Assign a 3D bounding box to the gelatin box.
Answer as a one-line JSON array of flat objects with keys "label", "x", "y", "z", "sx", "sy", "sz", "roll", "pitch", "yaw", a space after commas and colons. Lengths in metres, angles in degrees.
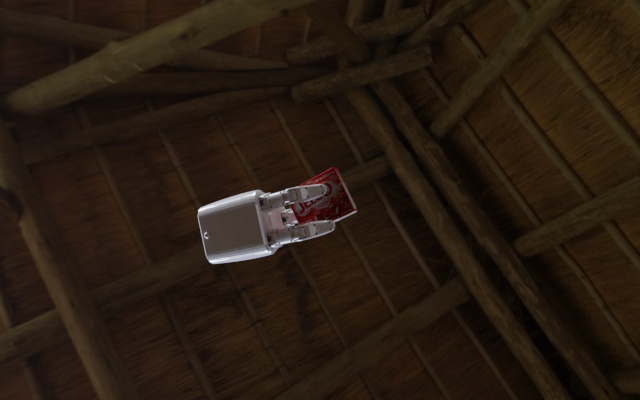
[{"label": "gelatin box", "x": 0.001, "y": 0.002, "z": 0.721, "sx": 0.089, "sy": 0.073, "sz": 0.030, "roll": -27, "pitch": -7, "yaw": 12}]
